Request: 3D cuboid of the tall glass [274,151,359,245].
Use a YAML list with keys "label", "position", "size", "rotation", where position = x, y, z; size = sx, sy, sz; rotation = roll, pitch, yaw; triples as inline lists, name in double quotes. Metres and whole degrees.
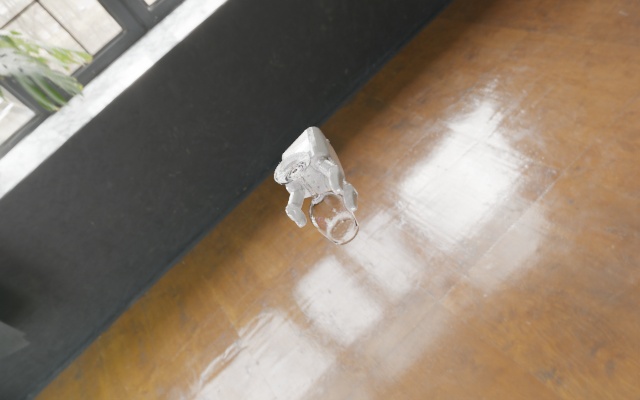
- label: "tall glass"
  position: [0.000, 0.003, 0.886]
  size: [0.079, 0.079, 0.201]
  rotation: [0, -38, 39]
